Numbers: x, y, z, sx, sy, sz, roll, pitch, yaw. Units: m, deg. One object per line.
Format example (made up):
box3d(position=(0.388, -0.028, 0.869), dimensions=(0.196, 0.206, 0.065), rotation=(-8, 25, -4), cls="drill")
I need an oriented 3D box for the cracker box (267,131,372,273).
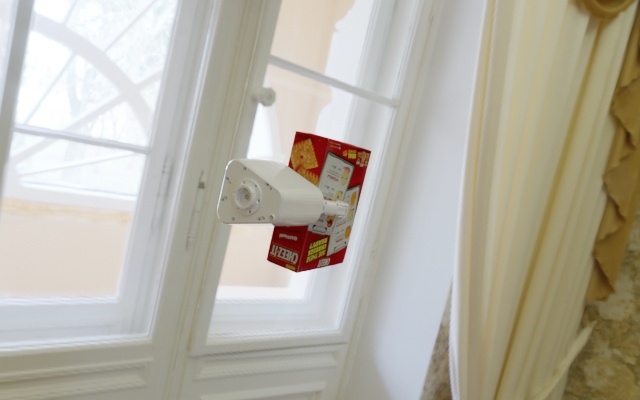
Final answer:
box3d(position=(0.000, 0.003, 0.805), dimensions=(0.072, 0.214, 0.164), rotation=(18, 8, 28), cls="cracker box")
